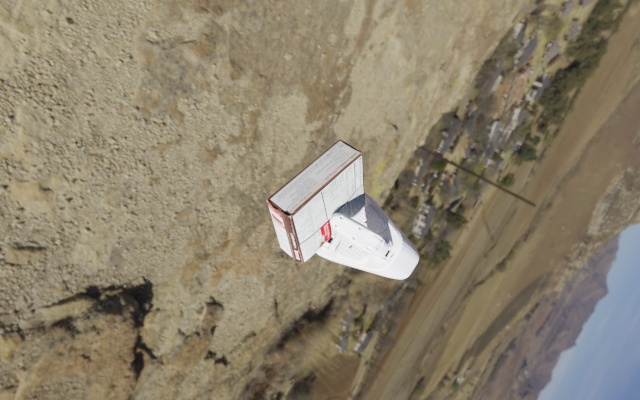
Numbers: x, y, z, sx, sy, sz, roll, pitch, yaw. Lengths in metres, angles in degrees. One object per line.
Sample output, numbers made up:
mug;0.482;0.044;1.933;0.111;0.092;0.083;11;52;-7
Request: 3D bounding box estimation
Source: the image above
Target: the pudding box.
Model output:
pudding box;0.000;0.002;0.519;0.039;0.090;0.113;32;61;30
